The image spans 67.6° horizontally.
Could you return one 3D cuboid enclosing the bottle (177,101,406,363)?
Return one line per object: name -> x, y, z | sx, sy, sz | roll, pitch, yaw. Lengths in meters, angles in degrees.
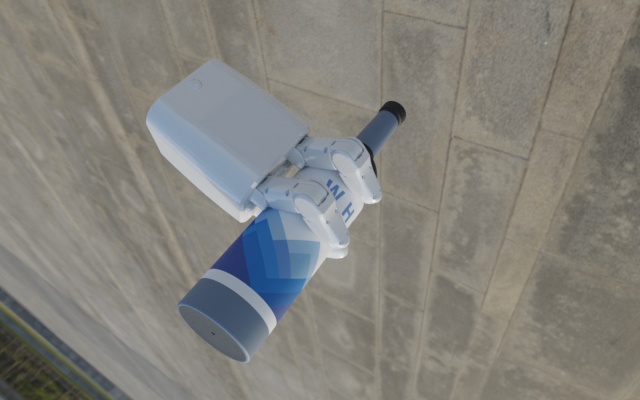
bottle -> 0.000, 0.002, 0.425 | 0.069, 0.069, 0.295 | 0, 40, 45
